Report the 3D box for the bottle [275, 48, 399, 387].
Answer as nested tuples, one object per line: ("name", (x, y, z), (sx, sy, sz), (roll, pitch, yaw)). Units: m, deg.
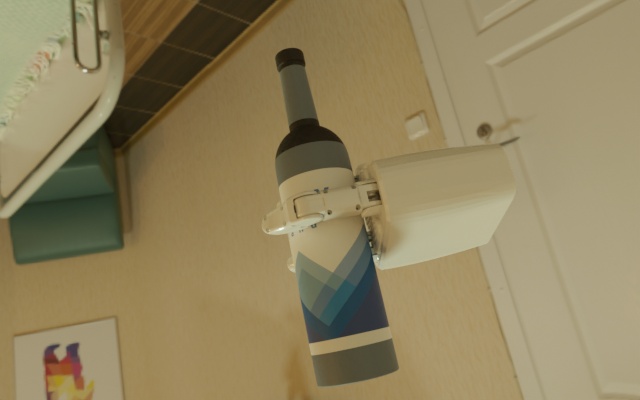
("bottle", (0.000, 0.002, 0.416), (0.069, 0.295, 0.069), (-11, -15, -3))
